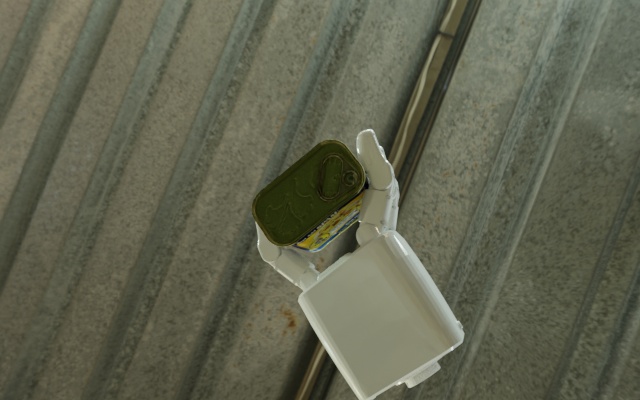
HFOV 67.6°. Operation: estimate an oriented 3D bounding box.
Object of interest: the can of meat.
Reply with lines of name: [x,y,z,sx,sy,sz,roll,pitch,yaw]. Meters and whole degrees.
can of meat: [0.000,0.002,0.442,0.102,0.057,0.084,-39,-20,6]
